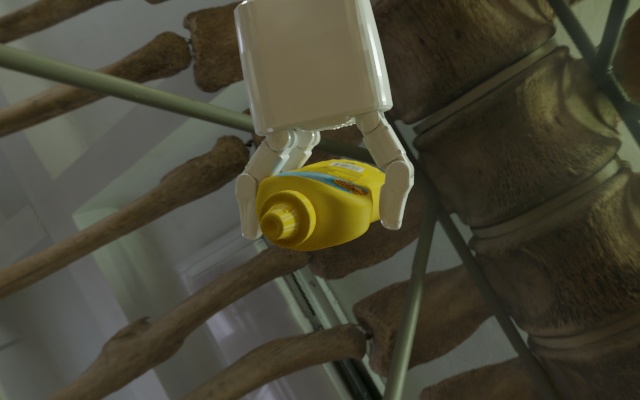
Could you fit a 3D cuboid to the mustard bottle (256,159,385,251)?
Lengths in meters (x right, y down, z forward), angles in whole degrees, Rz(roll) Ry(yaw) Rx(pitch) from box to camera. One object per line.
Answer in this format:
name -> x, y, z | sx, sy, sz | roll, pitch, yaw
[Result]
mustard bottle -> 0.000, 0.002, 0.409 | 0.096, 0.058, 0.191 | 15, 14, 18
